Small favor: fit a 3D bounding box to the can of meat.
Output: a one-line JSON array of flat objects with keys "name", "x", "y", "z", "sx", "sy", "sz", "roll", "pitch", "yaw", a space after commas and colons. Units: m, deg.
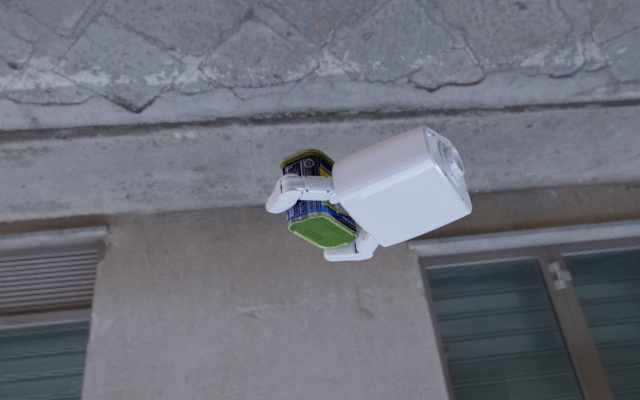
[{"name": "can of meat", "x": 0.000, "y": 0.002, "z": 0.558, "sx": 0.057, "sy": 0.084, "sz": 0.102, "roll": -21, "pitch": -31, "yaw": 25}]
